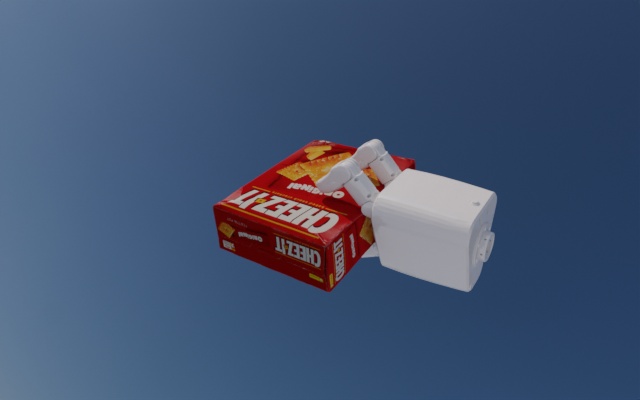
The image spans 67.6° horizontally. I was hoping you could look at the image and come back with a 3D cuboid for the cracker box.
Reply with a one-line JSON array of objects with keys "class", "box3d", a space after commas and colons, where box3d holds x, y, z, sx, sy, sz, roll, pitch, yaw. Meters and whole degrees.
[{"class": "cracker box", "box3d": [0.000, 0.002, 0.599, 0.164, 0.072, 0.213, 16, 36, 31]}]
